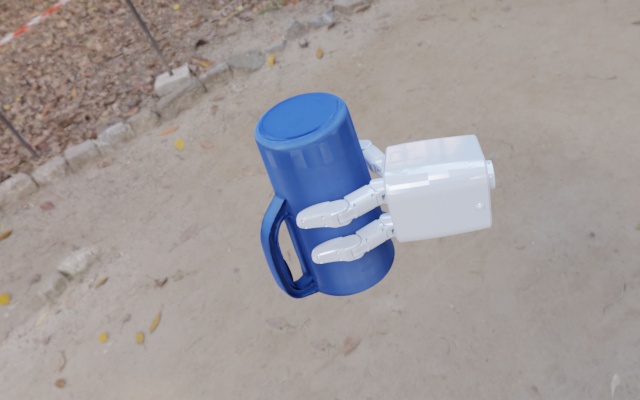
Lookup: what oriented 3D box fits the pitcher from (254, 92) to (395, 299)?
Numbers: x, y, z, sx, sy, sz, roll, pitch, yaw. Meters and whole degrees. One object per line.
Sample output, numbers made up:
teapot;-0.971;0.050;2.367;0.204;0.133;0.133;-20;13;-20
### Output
pitcher;0.000;0.002;0.588;0.145;0.243;0.149;-9;40;14
